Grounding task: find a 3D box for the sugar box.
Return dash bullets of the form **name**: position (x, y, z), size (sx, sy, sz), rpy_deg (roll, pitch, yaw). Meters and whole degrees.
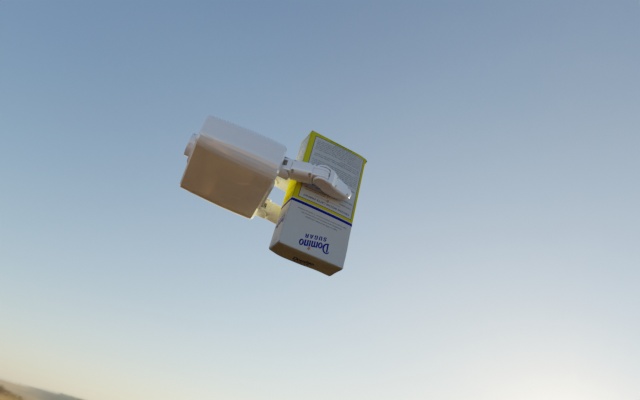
- **sugar box**: position (0.000, 0.002, 0.636), size (0.093, 0.176, 0.048), rpy_deg (25, -30, -16)
